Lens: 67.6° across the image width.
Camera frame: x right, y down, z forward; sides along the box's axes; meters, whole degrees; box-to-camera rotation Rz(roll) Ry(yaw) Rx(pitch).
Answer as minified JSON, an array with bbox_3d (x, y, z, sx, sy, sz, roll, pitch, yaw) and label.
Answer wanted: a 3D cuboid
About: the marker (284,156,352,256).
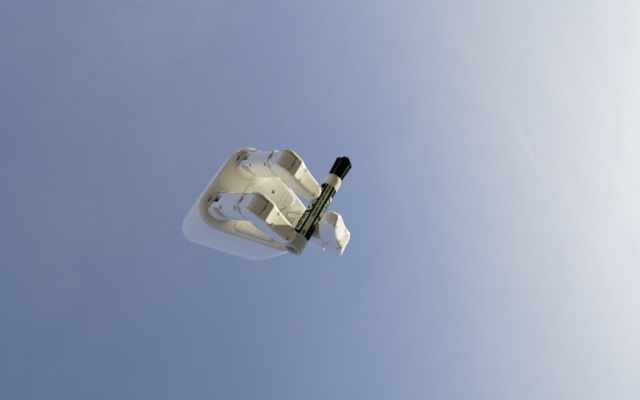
[{"bbox_3d":[0.000,0.002,0.483,0.020,0.121,0.020,24,-28,13],"label":"marker"}]
